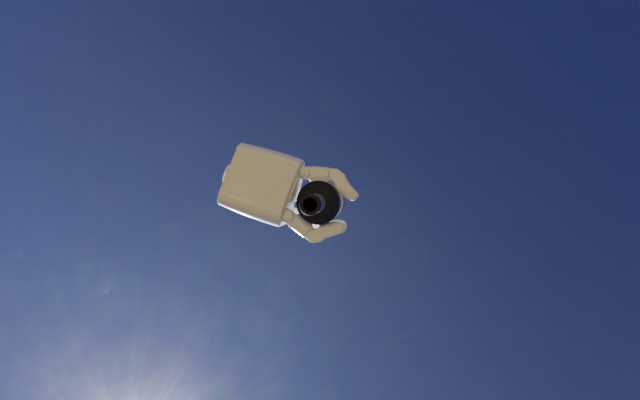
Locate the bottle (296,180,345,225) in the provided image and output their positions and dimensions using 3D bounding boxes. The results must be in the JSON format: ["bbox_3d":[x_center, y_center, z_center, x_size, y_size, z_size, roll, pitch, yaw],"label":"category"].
[{"bbox_3d":[0.000,0.002,0.751,0.069,0.069,0.295,0,1,5],"label":"bottle"}]
